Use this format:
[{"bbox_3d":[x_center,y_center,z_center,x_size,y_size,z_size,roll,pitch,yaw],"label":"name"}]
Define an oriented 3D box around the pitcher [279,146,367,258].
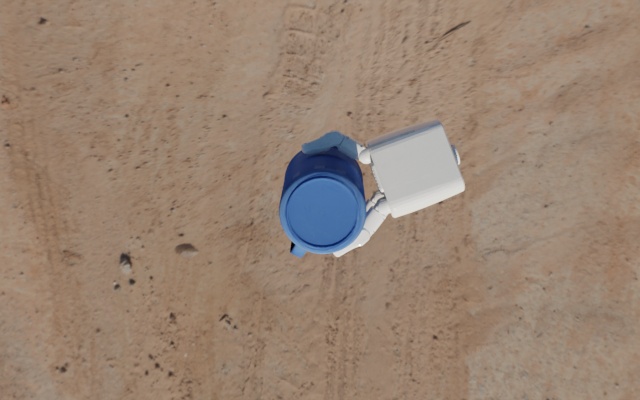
[{"bbox_3d":[0.000,0.002,0.694,0.145,0.149,0.242,-18,10,5],"label":"pitcher"}]
